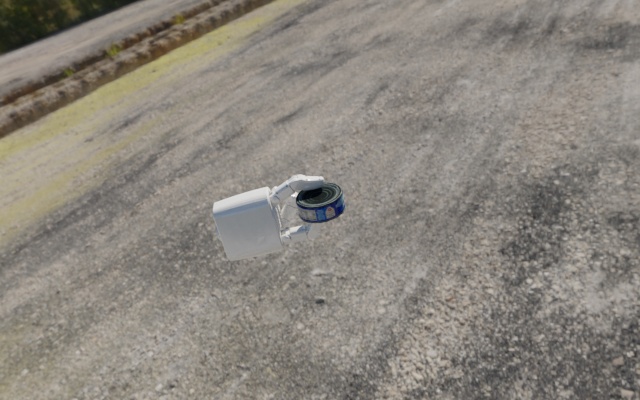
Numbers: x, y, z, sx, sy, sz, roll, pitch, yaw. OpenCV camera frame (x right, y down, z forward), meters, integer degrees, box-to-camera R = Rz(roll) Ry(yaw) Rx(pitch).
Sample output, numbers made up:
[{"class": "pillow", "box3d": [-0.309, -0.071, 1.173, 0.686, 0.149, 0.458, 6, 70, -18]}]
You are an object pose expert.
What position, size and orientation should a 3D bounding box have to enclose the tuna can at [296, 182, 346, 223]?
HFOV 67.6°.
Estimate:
[{"class": "tuna can", "box3d": [0.000, 0.002, 0.840, 0.086, 0.034, 0.086, -10, 30, 6]}]
